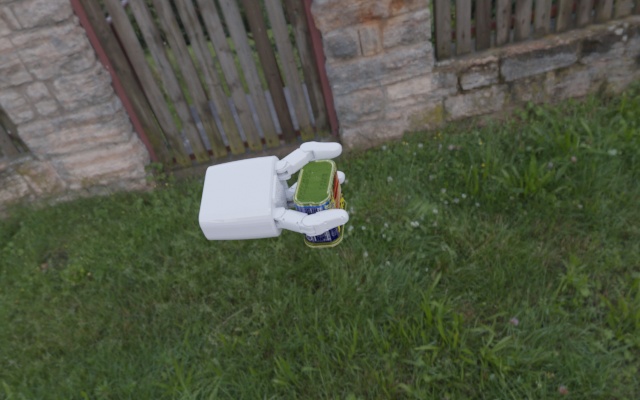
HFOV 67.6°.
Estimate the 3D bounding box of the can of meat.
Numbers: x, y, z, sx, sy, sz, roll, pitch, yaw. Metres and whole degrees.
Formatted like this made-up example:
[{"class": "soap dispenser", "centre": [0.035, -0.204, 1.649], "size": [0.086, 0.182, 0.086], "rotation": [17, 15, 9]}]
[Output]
[{"class": "can of meat", "centre": [0.000, 0.002, 0.687], "size": [0.057, 0.084, 0.102], "rotation": [-4, 42, 14]}]
